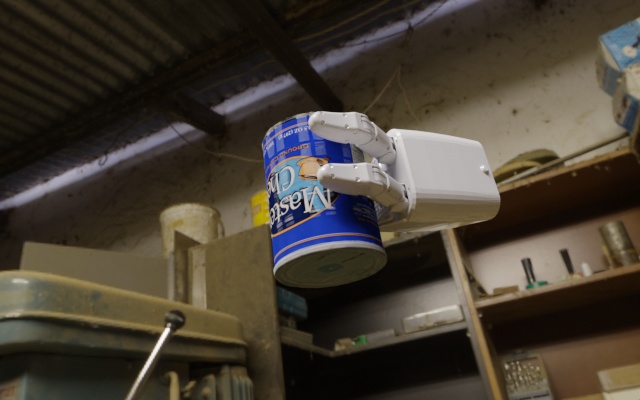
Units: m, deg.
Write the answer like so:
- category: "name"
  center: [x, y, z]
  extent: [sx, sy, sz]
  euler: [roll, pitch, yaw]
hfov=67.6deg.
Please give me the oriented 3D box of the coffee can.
- category: "coffee can"
  center: [0.000, 0.002, 0.462]
  extent: [0.103, 0.140, 0.103]
  euler: [-7, -27, -4]
